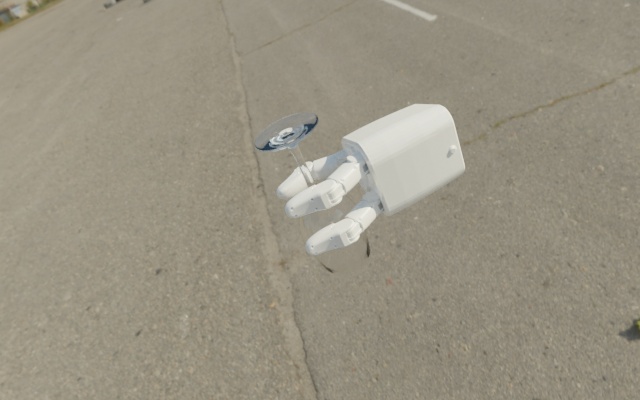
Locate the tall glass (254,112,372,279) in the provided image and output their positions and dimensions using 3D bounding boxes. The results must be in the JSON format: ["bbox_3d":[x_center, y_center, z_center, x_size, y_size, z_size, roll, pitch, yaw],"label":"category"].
[{"bbox_3d":[0.000,0.001,0.560,0.079,0.201,0.079,-18,33,12],"label":"tall glass"}]
